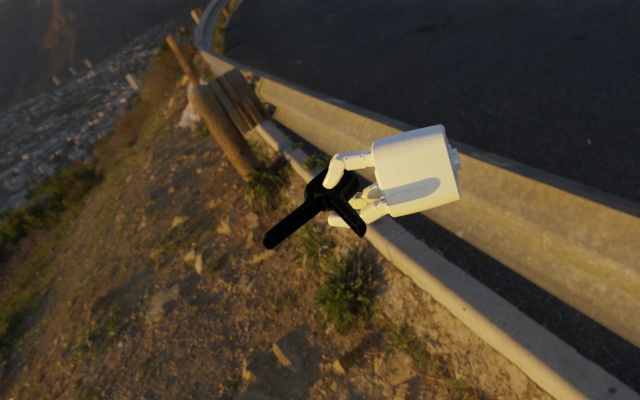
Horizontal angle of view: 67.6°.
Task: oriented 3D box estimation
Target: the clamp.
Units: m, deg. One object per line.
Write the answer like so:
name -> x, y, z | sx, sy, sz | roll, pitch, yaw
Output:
clamp -> 0.000, 0.001, 0.759 | 0.164, 0.036, 0.209 | -12, 32, 18
